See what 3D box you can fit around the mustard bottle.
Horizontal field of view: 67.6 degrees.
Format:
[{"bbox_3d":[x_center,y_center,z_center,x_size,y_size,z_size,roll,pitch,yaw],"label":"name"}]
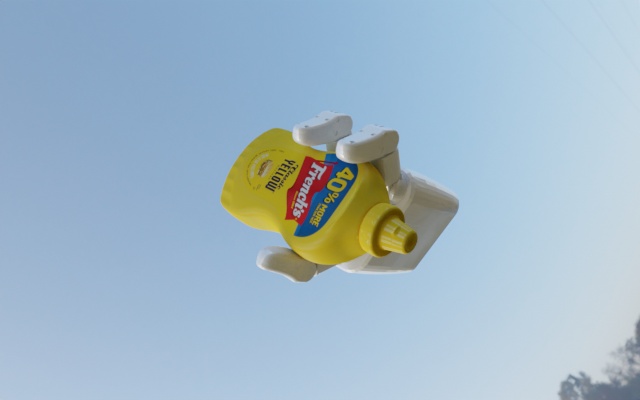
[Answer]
[{"bbox_3d":[0.000,0.001,0.407,0.191,0.096,0.058,25,-17,41],"label":"mustard bottle"}]
